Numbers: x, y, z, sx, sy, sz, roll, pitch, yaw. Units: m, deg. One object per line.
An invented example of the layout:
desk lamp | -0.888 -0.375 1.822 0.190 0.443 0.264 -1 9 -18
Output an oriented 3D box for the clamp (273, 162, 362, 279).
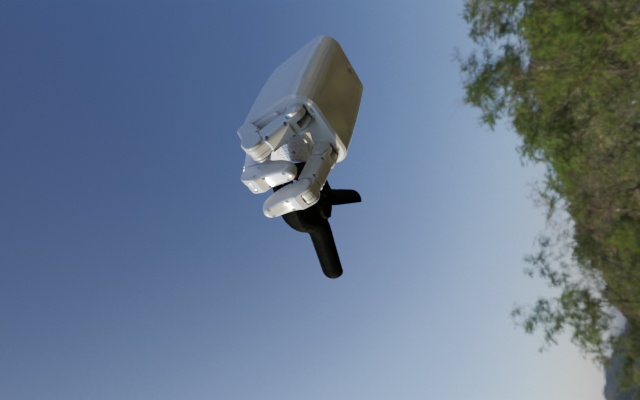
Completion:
clamp | -0.001 0.002 0.563 0.039 0.120 0.172 -3 -39 27
